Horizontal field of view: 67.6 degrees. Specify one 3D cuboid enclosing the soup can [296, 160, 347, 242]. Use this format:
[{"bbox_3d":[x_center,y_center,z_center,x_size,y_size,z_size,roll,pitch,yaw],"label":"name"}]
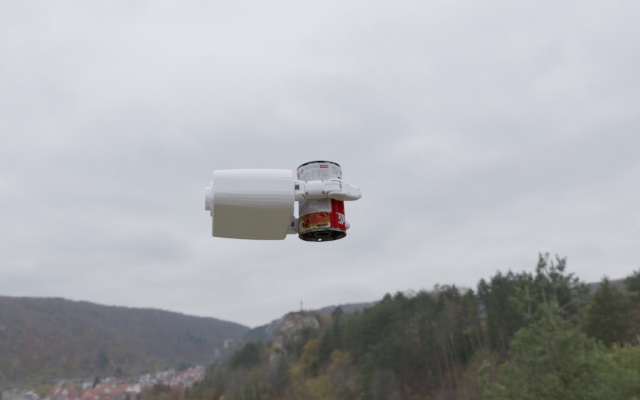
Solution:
[{"bbox_3d":[0.001,0.002,0.680,0.068,0.102,0.068,-3,-19,-1],"label":"soup can"}]
